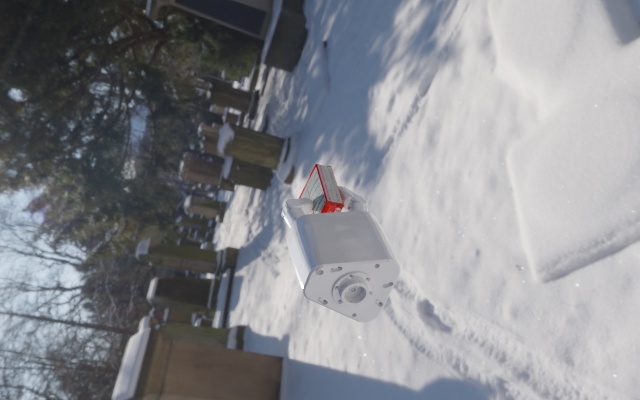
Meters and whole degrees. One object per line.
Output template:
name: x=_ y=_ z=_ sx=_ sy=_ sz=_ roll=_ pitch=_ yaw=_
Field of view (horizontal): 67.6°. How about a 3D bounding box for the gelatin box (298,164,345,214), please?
gelatin box: x=0.000 y=0.002 z=0.695 sx=0.030 sy=0.073 sz=0.089 roll=9 pitch=39 yaw=-24
